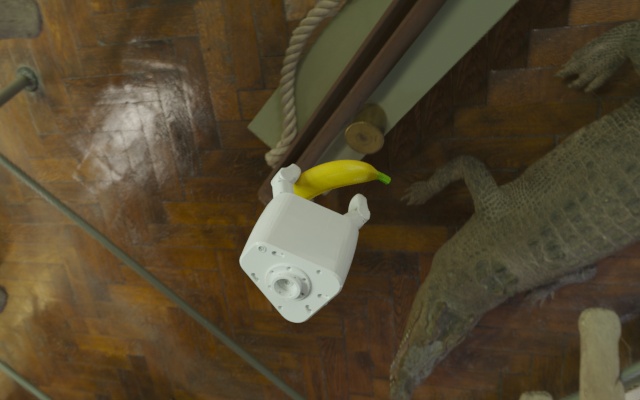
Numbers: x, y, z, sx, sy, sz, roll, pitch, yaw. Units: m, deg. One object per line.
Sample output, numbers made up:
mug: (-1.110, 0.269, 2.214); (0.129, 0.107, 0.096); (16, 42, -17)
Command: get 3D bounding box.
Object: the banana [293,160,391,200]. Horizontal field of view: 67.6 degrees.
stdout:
banana: (-0.006, -0.013, 0.667); (0.198, 0.070, 0.037); (-20, 28, 21)
